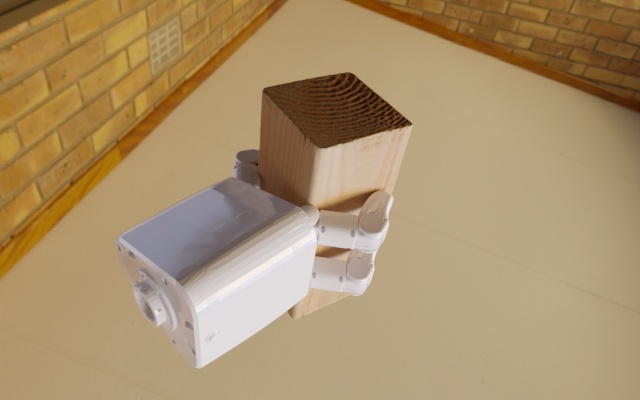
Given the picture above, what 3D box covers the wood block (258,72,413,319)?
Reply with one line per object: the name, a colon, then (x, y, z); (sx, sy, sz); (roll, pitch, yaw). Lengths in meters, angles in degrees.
wood block: (0.000, 0.001, 0.439); (0.090, 0.206, 0.090); (-18, 49, -28)
